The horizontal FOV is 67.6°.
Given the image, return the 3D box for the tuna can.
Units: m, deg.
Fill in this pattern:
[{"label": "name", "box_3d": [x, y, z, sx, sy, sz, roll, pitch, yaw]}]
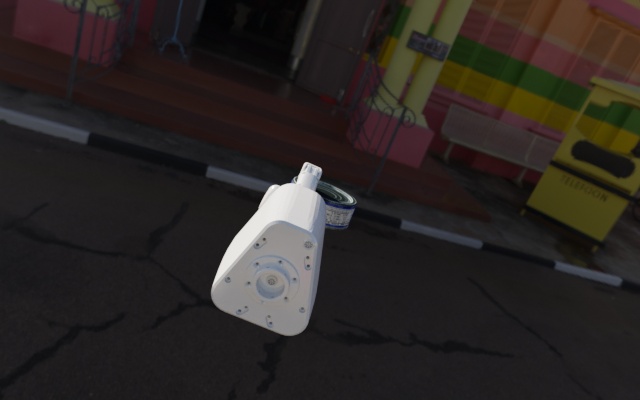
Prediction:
[{"label": "tuna can", "box_3d": [0.000, 0.001, 0.587, 0.086, 0.034, 0.086, 20, 15, -6]}]
